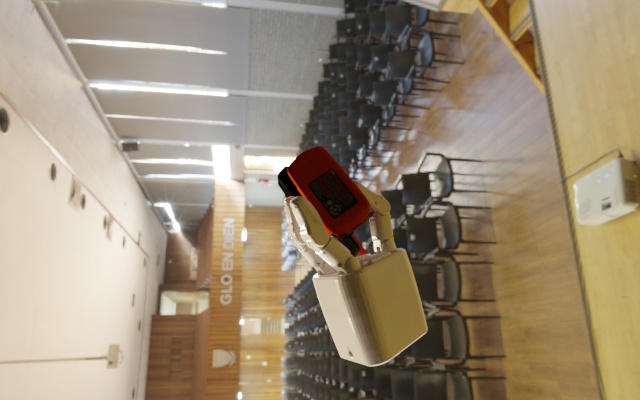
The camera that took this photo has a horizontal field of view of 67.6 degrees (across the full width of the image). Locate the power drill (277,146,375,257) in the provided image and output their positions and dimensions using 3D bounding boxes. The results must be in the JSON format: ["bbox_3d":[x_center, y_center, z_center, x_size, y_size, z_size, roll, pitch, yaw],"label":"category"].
[{"bbox_3d":[0.000,0.002,0.620,0.057,0.184,0.188,-37,-14,-10],"label":"power drill"}]
